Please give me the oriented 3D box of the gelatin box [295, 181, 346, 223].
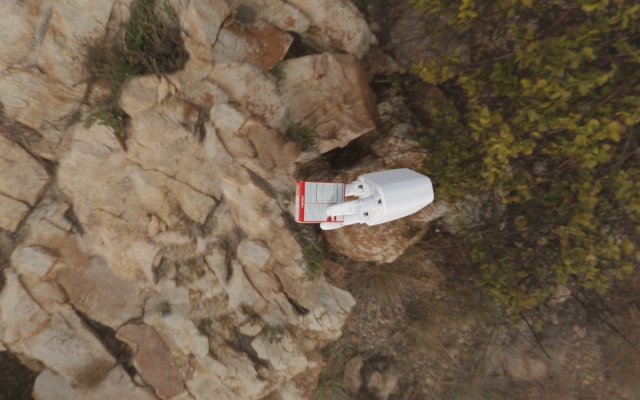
[{"bbox_3d":[0.000,0.003,0.861,0.089,0.073,0.030,1,1,-22],"label":"gelatin box"}]
